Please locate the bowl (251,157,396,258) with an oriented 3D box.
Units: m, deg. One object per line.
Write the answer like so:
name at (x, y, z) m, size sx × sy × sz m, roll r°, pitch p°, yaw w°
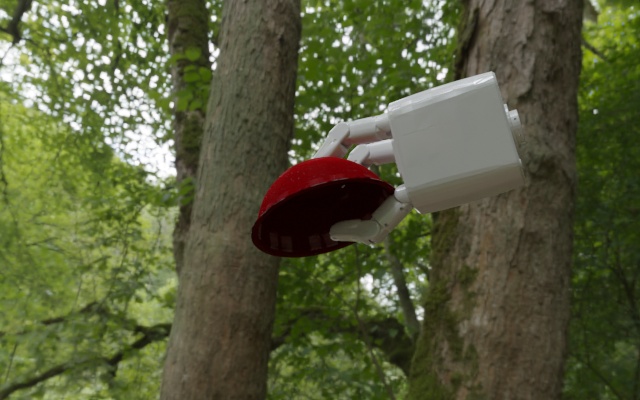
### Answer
bowl at (-0.001, 0.002, 0.516) m, size 0.162 × 0.055 × 0.162 m, roll -14°, pitch -29°, yaw -8°
